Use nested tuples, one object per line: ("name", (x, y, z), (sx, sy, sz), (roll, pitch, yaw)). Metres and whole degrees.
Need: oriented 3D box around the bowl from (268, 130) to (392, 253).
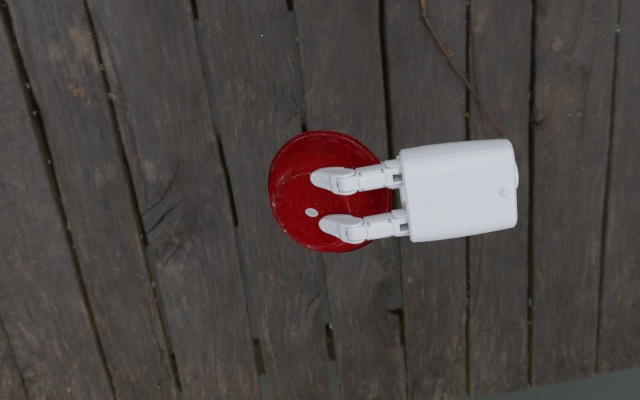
("bowl", (-0.001, 0.002, 0.563), (0.162, 0.162, 0.055), (0, 23, 22))
